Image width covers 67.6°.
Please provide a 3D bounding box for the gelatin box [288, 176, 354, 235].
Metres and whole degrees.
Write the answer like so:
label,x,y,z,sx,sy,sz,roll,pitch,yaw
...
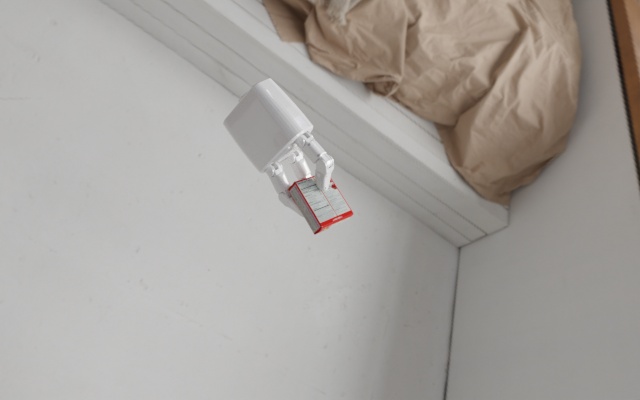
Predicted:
label,x,y,z,sx,sy,sz,roll,pitch,yaw
gelatin box,0.001,0.003,0.775,0.073,0.089,0.030,-21,-17,-39
